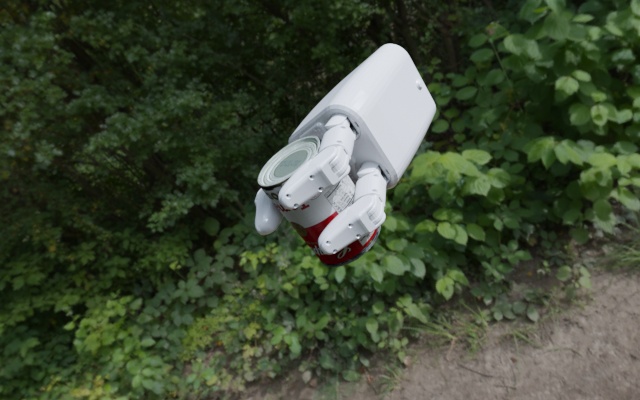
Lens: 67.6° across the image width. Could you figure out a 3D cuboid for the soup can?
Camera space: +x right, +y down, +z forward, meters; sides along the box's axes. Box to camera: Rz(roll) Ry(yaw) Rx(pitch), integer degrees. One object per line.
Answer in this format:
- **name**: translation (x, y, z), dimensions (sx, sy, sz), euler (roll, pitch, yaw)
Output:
- **soup can**: translation (0.000, 0.002, 0.429), dimensions (0.068, 0.102, 0.068), euler (-28, 29, 17)
